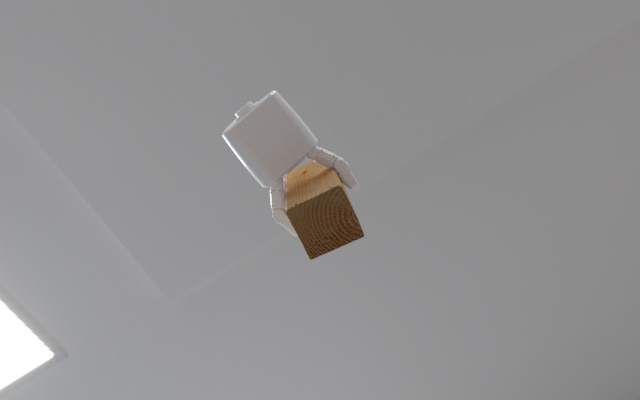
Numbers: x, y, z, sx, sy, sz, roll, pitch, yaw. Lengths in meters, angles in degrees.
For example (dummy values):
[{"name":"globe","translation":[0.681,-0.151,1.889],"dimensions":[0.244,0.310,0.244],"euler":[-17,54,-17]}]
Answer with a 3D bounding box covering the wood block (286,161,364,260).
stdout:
[{"name":"wood block","translation":[0.000,0.002,0.783],"dimensions":[0.091,0.090,0.206],"euler":[-25,18,4]}]
